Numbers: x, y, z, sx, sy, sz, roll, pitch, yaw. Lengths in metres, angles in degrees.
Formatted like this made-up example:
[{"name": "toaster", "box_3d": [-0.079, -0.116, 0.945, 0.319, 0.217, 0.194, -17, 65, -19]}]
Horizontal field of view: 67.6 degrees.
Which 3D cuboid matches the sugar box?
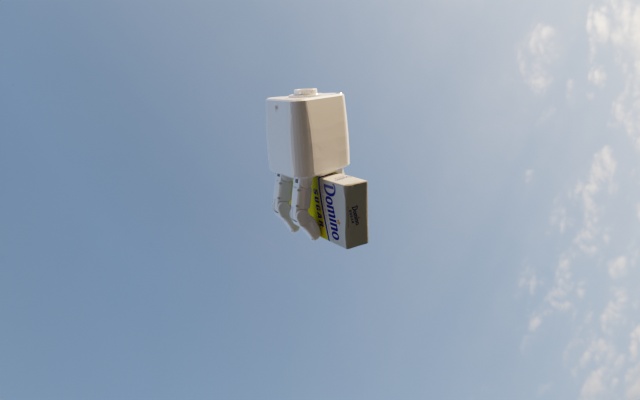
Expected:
[{"name": "sugar box", "box_3d": [0.000, 0.002, 0.710, 0.048, 0.093, 0.176, -12, 18, -30]}]
